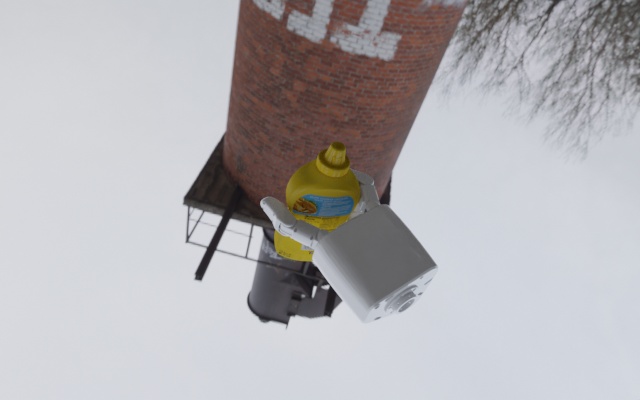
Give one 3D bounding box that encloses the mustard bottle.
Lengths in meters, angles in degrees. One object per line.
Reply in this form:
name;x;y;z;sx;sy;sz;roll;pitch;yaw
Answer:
mustard bottle;0.000;0.002;0.630;0.096;0.058;0.192;3;-44;-15
